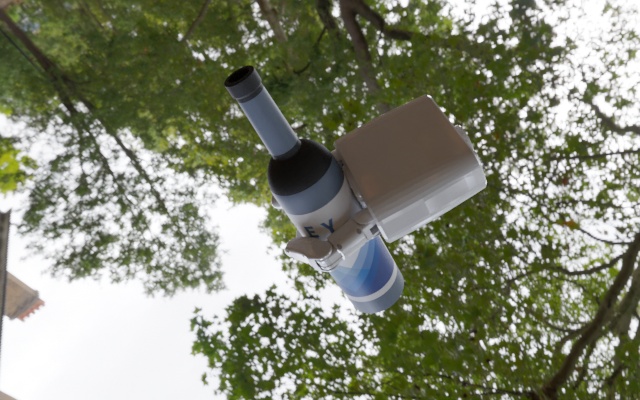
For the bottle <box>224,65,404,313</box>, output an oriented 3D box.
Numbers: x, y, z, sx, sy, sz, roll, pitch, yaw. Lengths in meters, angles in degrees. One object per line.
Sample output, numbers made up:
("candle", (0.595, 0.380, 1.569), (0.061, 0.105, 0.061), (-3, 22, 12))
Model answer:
("bottle", (0.000, 0.002, 0.461), (0.069, 0.069, 0.296), (0, -43, 36))
